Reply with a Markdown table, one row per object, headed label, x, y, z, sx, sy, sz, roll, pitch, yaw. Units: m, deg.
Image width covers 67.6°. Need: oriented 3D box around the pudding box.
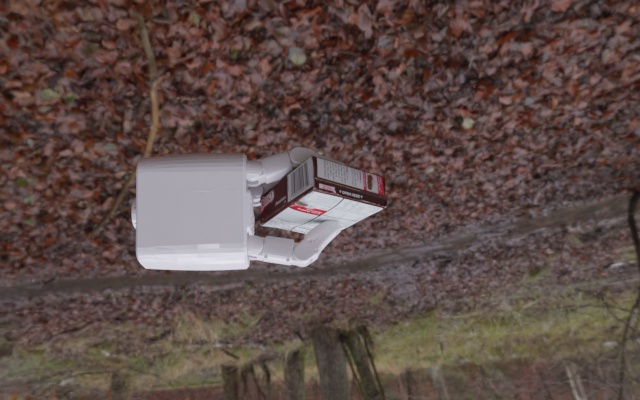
| label | x | y | z | sx | sy | sz | roll | pitch | yaw |
| --- | --- | --- | --- | --- | --- | --- | --- | --- | --- |
| pudding box | 0.000 | 0.002 | 0.499 | 0.090 | 0.039 | 0.113 | 13 | -26 | -30 |
